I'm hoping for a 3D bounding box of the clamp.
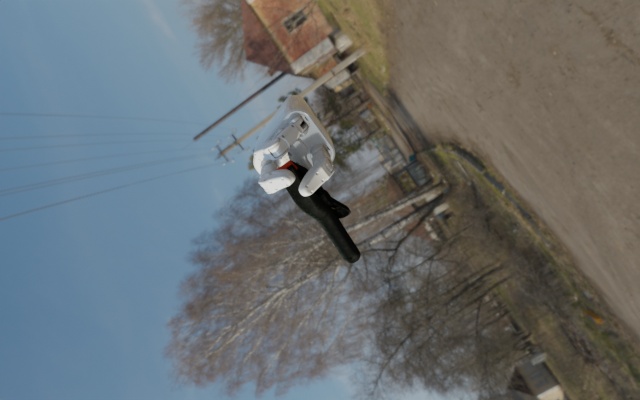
[{"bbox_3d":[0.000,0.003,0.690,0.039,0.171,0.120,-33,24,11],"label":"clamp"}]
